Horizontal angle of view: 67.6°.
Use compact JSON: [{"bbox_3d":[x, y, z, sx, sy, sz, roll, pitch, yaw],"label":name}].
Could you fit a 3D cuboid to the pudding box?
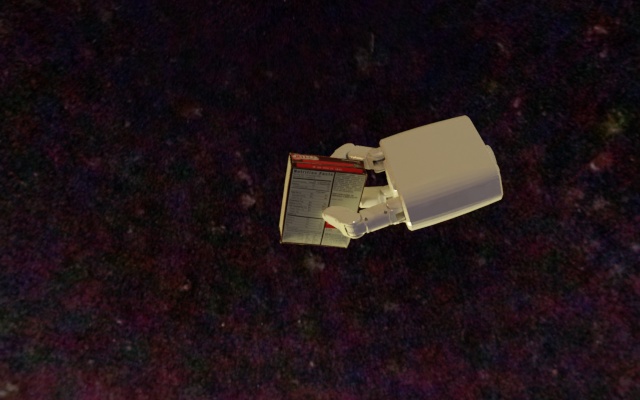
[{"bbox_3d":[0.000,0.002,0.575,0.090,0.114,0.039,6,31,-8],"label":"pudding box"}]
